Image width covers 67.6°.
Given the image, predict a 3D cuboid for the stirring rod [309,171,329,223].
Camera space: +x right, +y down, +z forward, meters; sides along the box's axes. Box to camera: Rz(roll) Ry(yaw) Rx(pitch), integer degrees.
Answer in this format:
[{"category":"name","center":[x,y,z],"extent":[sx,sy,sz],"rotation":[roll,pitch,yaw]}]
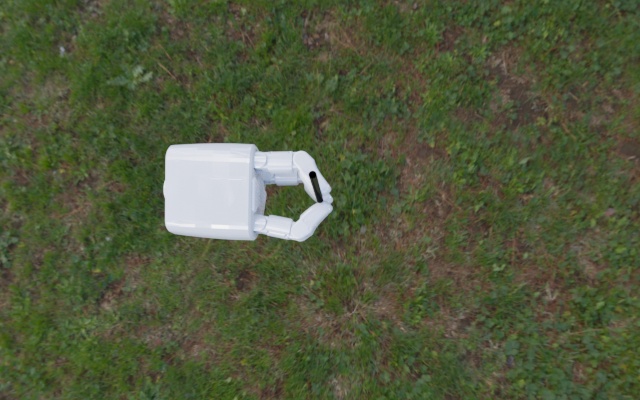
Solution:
[{"category":"stirring rod","center":[0.000,0.002,0.586],"extent":[0.011,0.011,0.239],"rotation":[0,-13,4]}]
